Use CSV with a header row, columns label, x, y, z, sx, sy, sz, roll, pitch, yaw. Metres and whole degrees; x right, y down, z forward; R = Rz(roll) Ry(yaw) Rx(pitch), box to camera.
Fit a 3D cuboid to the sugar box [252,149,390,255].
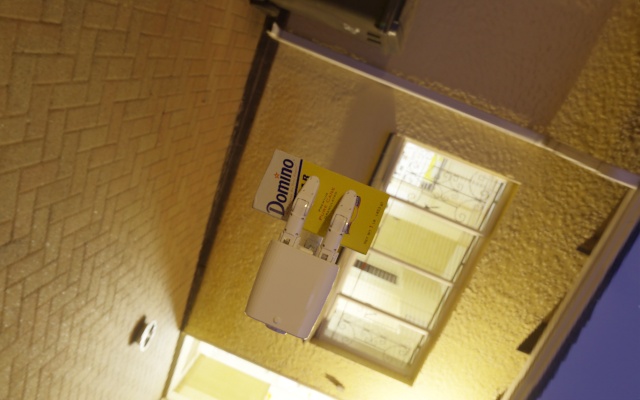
label,x,y,z,sx,sy,sz,roll,pitch,yaw
sugar box,0.000,0.002,0.678,0.176,0.093,0.048,22,-5,3
